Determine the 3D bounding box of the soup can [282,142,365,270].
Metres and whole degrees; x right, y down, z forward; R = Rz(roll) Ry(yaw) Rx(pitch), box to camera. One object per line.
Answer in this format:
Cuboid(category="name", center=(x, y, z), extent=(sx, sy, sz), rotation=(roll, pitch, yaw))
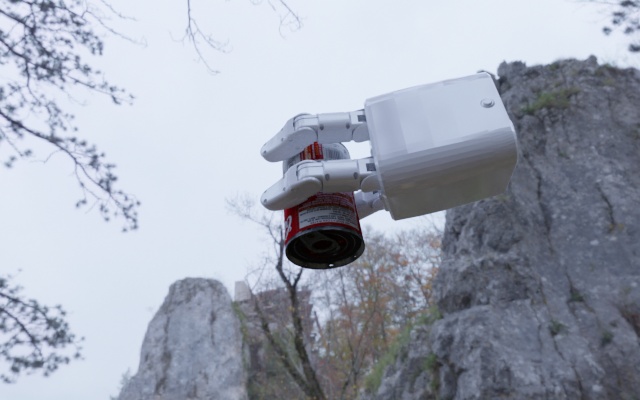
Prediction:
Cuboid(category="soup can", center=(0.000, 0.001, 0.431), extent=(0.068, 0.102, 0.069), rotation=(-4, -35, -3))
